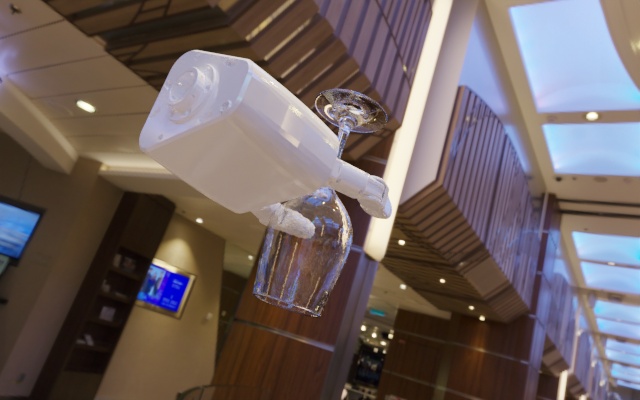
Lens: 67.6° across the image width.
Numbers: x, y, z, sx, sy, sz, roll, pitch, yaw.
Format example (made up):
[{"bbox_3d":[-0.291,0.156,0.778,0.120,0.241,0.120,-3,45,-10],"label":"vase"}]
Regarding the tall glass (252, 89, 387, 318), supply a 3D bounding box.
[{"bbox_3d":[0.000,0.001,0.441,0.079,0.201,0.079,16,-18,5],"label":"tall glass"}]
